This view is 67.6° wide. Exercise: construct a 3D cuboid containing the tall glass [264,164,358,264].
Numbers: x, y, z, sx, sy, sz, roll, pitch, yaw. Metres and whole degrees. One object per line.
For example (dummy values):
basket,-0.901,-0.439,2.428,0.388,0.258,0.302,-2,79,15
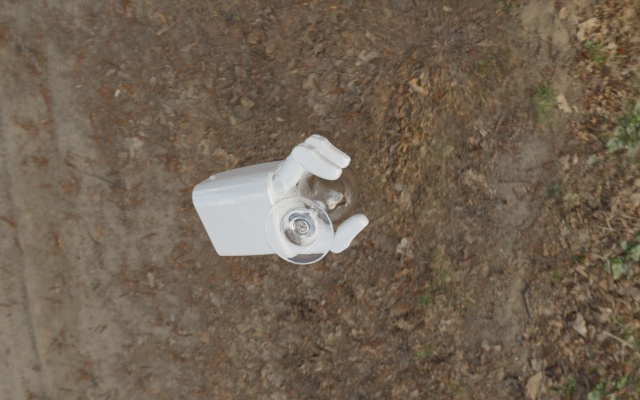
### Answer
tall glass,0.000,0.002,0.579,0.079,0.079,0.201,0,17,14
